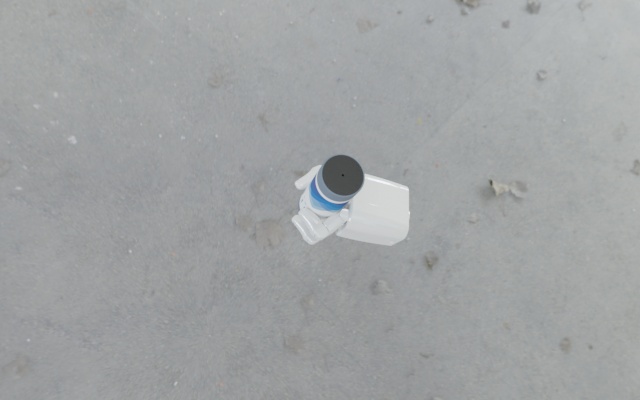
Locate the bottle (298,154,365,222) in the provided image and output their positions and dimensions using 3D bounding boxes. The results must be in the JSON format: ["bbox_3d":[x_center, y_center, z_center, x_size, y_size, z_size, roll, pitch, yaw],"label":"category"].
[{"bbox_3d":[0.000,0.003,0.822,0.069,0.069,0.296,0,-15,-13],"label":"bottle"}]
